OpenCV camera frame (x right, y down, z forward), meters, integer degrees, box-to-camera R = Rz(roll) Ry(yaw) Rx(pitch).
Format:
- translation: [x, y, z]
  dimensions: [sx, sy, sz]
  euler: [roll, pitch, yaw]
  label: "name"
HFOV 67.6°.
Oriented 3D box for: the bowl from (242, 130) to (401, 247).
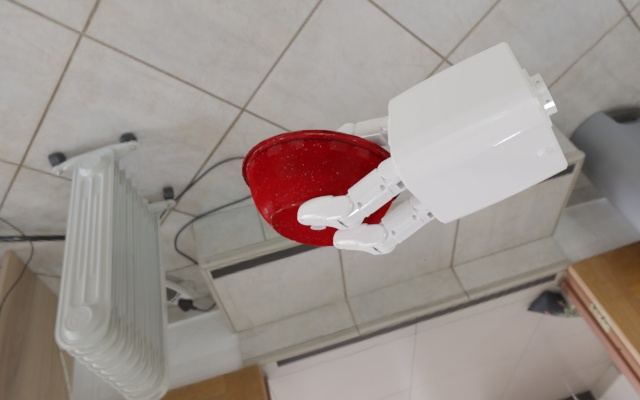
- translation: [-0.001, 0.002, 0.465]
  dimensions: [0.162, 0.055, 0.162]
  euler: [4, -29, 2]
  label: "bowl"
